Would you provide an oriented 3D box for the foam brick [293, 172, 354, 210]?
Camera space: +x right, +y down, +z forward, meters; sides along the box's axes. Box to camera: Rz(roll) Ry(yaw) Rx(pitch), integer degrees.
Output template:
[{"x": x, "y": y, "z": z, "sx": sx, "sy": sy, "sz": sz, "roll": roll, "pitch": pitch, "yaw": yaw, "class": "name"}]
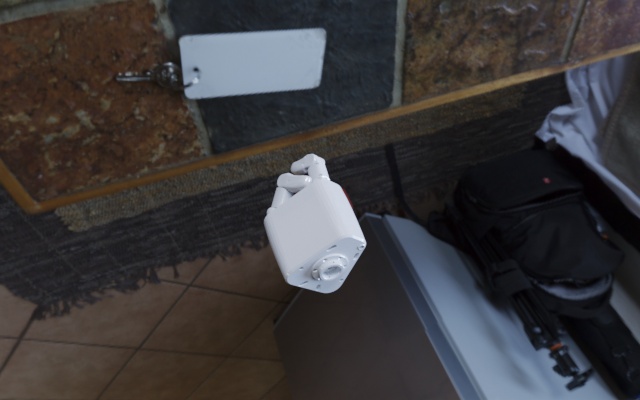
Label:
[{"x": 0.000, "y": 0.002, "z": 0.711, "sx": 0.078, "sy": 0.053, "sz": 0.051, "roll": 22, "pitch": 29, "yaw": -38, "class": "foam brick"}]
